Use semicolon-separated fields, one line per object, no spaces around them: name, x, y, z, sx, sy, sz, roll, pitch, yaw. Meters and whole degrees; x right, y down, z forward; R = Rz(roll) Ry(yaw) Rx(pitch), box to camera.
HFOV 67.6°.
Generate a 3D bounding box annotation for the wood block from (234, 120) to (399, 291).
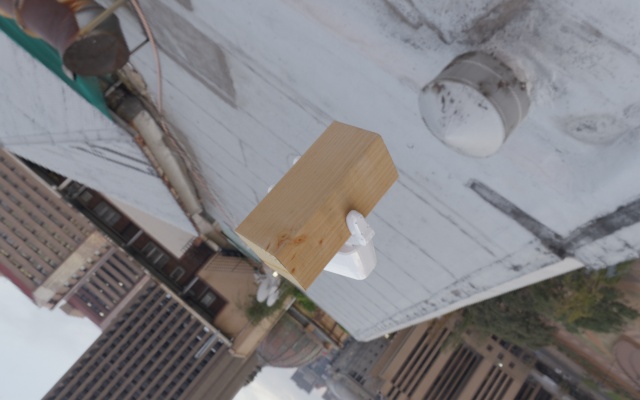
wood block;0.000;0.003;0.637;0.090;0.206;0.090;26;-21;42
